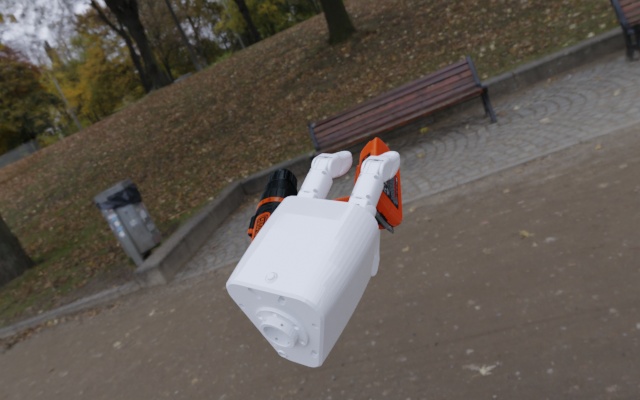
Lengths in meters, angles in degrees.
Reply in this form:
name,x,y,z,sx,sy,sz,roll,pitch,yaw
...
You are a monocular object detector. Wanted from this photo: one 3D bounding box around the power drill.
name,x,y,z,sx,sy,sz,roll,pitch,yaw
power drill,0.000,0.002,0.553,0.188,0.184,0.057,-27,-52,27
